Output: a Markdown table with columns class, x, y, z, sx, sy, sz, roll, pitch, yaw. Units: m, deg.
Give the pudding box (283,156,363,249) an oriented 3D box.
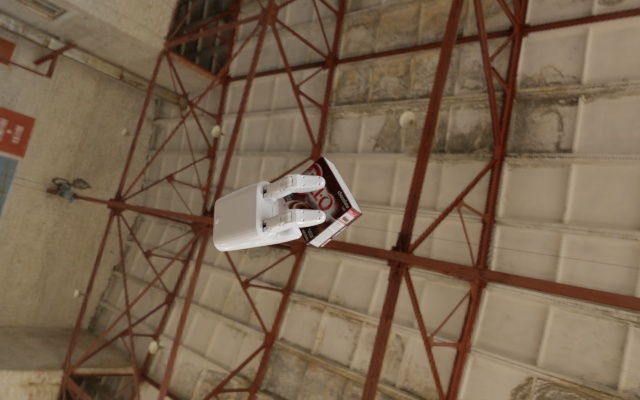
| class | x | y | z | sx | sy | sz | roll | pitch | yaw |
| --- | --- | --- | --- | --- | --- | --- | --- | --- | --- |
| pudding box | 0.000 | 0.002 | 0.722 | 0.090 | 0.113 | 0.039 | -41 | -35 | 16 |
